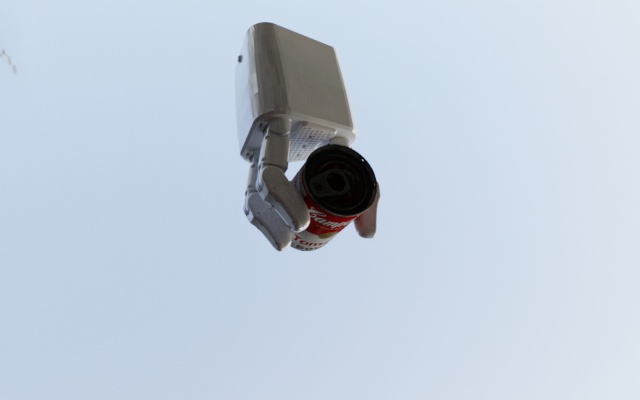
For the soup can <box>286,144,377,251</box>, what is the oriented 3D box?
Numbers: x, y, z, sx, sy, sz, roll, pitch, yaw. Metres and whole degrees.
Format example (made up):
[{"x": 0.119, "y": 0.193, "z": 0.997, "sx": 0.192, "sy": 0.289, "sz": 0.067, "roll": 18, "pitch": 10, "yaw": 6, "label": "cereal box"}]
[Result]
[{"x": 0.000, "y": 0.002, "z": 0.447, "sx": 0.068, "sy": 0.068, "sz": 0.102, "roll": 0, "pitch": -23, "yaw": -22, "label": "soup can"}]
